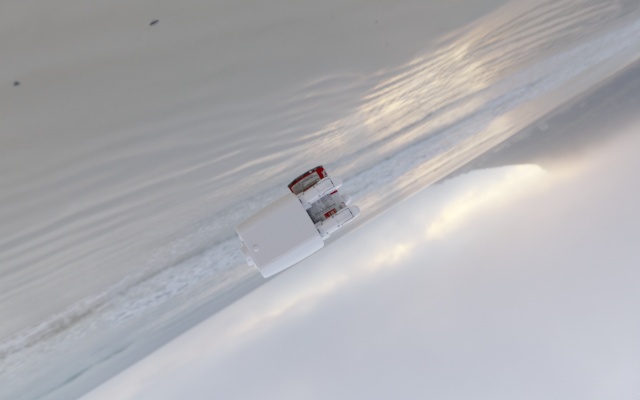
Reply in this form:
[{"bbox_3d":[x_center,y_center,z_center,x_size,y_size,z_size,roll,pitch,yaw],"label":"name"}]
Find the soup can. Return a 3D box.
[{"bbox_3d":[0.001,0.003,0.786,0.068,0.102,0.068,-31,-5,-3],"label":"soup can"}]
